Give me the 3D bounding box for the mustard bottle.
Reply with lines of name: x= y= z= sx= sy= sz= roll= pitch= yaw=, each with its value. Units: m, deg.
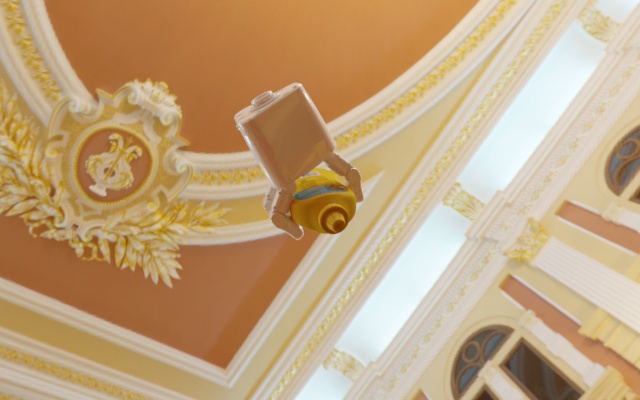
mustard bottle: x=0.000 y=0.003 z=0.701 sx=0.096 sy=0.058 sz=0.191 roll=-9 pitch=20 yaw=-12
